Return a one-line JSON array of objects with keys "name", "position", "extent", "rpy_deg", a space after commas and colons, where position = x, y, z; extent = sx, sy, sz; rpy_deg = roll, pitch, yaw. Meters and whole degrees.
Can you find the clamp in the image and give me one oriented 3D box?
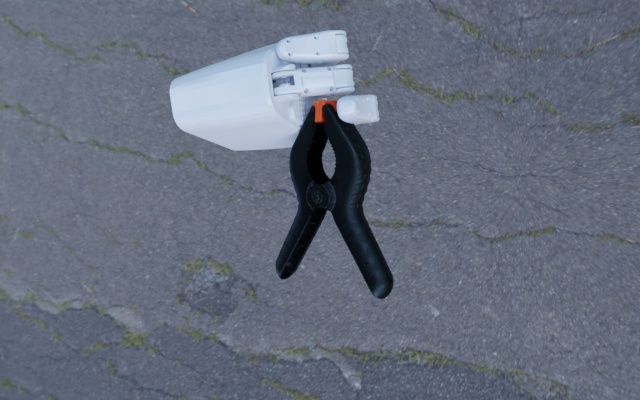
[{"name": "clamp", "position": [0.000, 0.001, 0.423], "extent": [0.120, 0.171, 0.039], "rpy_deg": [-7, 0, 31]}]
